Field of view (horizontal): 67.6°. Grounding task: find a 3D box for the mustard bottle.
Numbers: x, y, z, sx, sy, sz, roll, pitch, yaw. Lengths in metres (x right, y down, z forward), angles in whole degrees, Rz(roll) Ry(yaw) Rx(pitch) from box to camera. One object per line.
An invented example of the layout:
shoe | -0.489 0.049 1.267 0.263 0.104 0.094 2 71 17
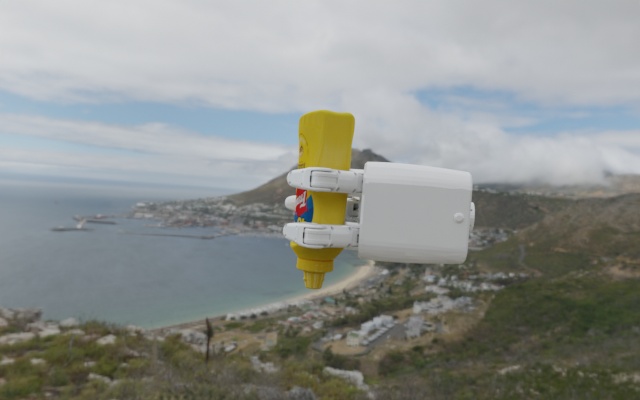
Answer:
mustard bottle | 0.000 0.001 0.529 0.058 0.191 0.096 4 1 -17
